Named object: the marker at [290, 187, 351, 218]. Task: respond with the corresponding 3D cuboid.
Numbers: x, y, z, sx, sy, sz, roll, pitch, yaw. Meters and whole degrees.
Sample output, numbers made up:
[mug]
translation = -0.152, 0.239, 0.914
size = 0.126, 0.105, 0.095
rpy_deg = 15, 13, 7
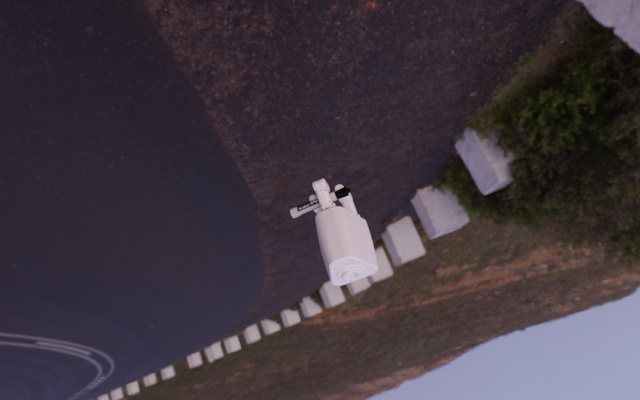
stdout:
[marker]
translation = 0.000, 0.003, 0.898
size = 0.121, 0.020, 0.020
rpy_deg = -22, -5, 12
